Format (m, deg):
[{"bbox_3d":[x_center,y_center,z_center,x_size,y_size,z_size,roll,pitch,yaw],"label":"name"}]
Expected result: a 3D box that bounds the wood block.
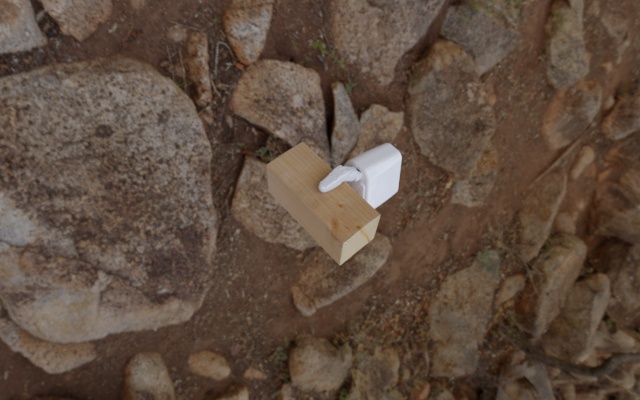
[{"bbox_3d":[0.001,0.003,0.869,0.090,0.206,0.091,-36,-24,-23],"label":"wood block"}]
